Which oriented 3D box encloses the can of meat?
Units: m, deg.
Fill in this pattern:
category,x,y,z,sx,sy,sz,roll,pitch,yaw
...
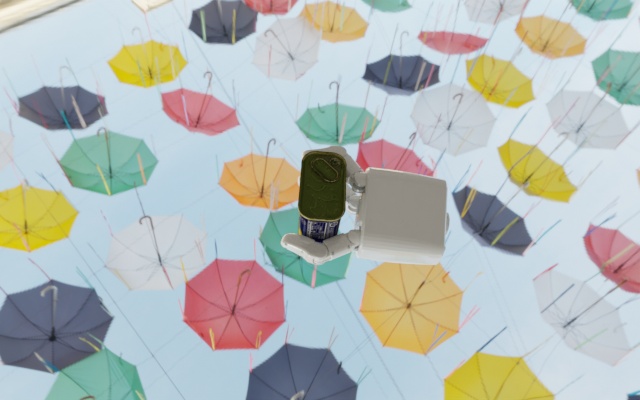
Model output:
category,x,y,z,sx,sy,sz,roll,pitch,yaw
can of meat,0.000,0.002,0.615,0.057,0.102,0.084,4,-33,-2
